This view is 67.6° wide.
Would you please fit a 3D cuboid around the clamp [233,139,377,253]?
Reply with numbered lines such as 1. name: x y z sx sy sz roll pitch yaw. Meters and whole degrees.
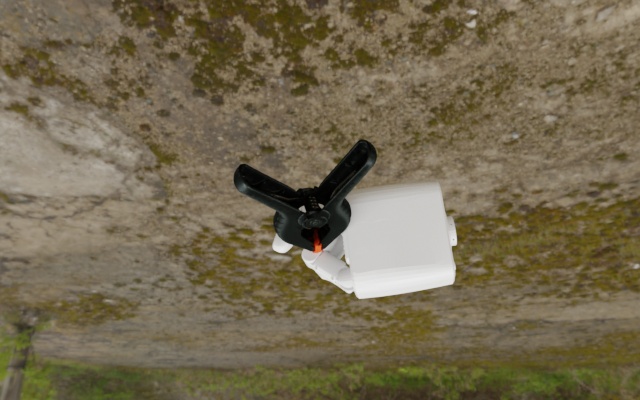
1. clamp: 0.000 0.002 0.455 0.120 0.039 0.171 -11 -26 7
